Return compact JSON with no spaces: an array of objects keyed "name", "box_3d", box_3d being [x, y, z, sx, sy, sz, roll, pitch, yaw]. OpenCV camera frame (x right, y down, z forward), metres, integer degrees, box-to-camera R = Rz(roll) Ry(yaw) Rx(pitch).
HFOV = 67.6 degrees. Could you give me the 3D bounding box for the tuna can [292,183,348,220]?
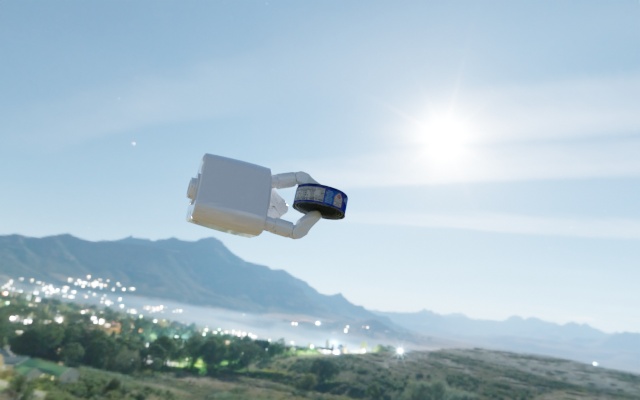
[{"name":"tuna can","box_3d":[0.000,0.002,0.756,0.086,0.033,0.086,11,-16,3]}]
